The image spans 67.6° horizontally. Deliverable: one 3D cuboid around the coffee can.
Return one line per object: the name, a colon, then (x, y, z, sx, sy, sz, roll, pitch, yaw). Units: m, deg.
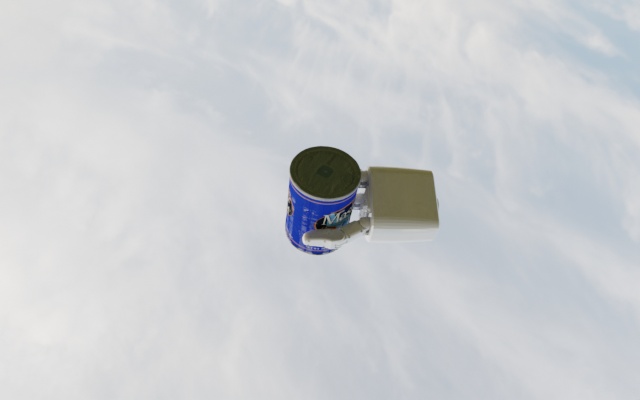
coffee can: (0.000, 0.002, 0.727, 0.103, 0.102, 0.140, 0, -39, -8)
